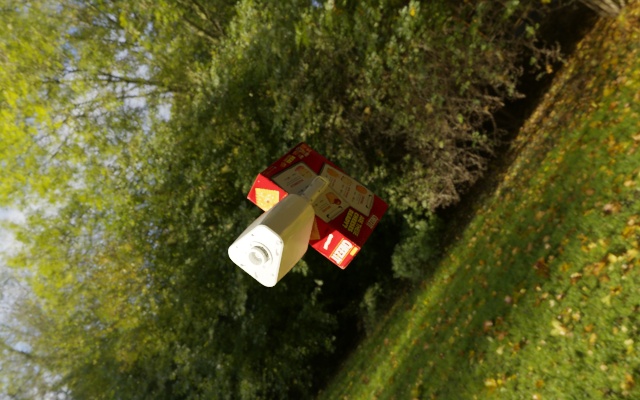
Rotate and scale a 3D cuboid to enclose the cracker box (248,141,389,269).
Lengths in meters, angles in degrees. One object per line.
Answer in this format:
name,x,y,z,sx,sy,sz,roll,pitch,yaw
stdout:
cracker box,0.000,0.003,0.879,0.213,0.072,0.164,37,37,5
